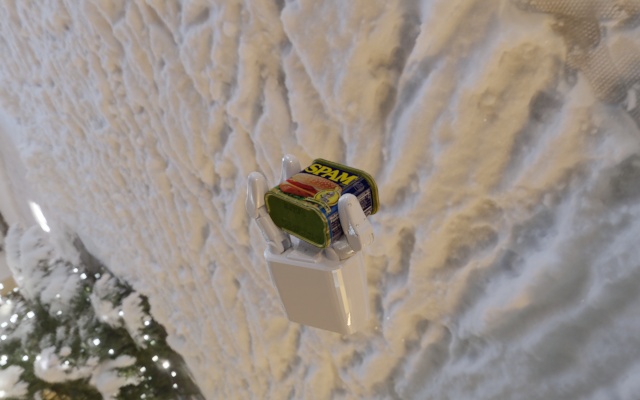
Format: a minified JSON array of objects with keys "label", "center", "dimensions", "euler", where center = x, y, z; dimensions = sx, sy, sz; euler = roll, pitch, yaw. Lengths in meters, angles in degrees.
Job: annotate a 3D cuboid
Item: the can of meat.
[{"label":"can of meat","center":[0.000,0.002,0.534],"dimensions":[0.102,0.057,0.084],"euler":[21,43,41]}]
